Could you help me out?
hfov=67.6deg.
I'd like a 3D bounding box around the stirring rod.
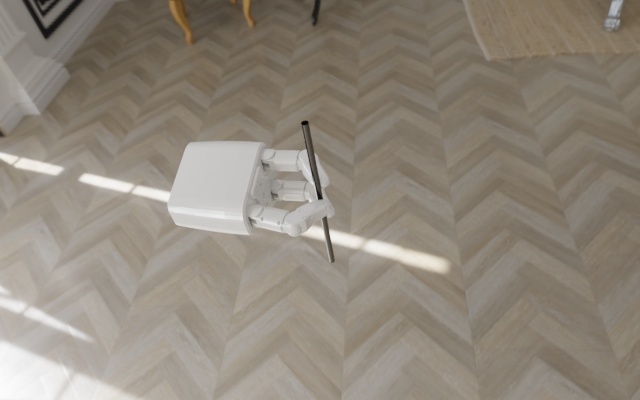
[{"bbox_3d":[0.000,0.002,0.577,0.011,0.011,0.240,0,-43,11],"label":"stirring rod"}]
